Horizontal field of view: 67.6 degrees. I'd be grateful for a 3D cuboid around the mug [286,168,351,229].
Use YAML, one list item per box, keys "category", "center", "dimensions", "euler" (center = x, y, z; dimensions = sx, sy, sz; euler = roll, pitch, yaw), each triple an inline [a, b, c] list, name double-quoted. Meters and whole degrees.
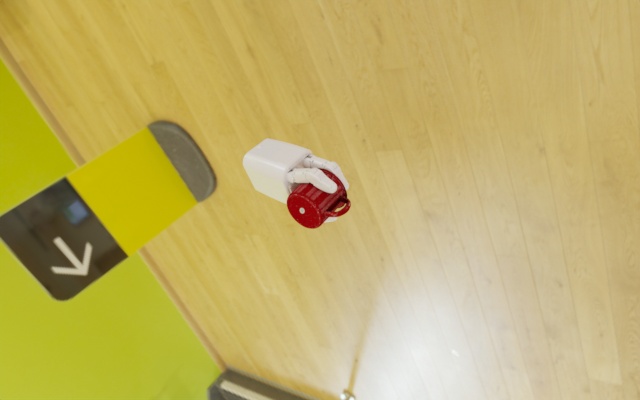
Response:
- category: "mug"
  center: [0.001, 0.004, 0.889]
  dimensions: [0.117, 0.093, 0.081]
  euler: [20, 46, 29]
